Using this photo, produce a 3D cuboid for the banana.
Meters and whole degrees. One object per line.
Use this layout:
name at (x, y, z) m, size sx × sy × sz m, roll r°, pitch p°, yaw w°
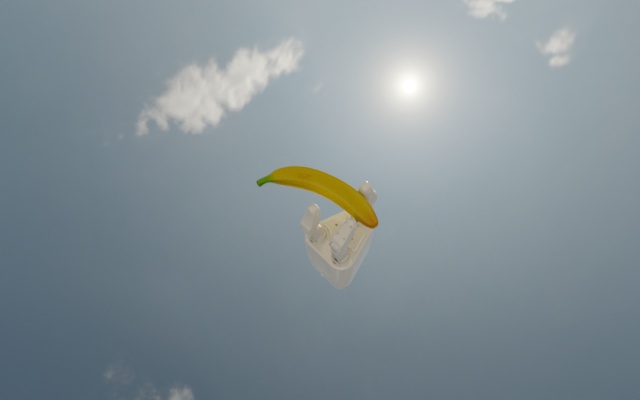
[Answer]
banana at (0.004, -0.013, 0.745) m, size 0.198 × 0.069 × 0.037 m, roll 19°, pitch -30°, yaw 11°
